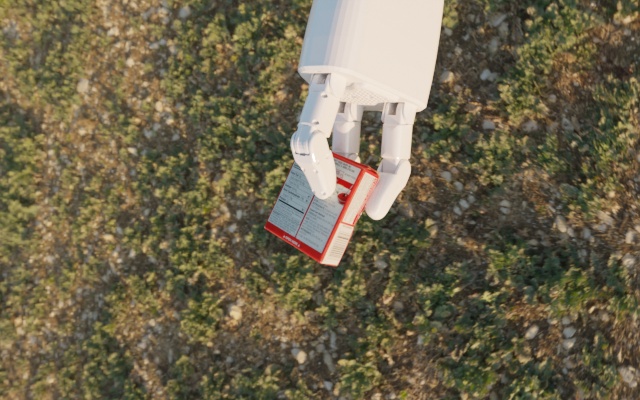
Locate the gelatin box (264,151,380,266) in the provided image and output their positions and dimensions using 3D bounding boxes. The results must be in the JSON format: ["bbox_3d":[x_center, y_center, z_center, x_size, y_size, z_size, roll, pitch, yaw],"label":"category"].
[{"bbox_3d":[0.000,0.002,0.416,0.073,0.089,0.030,27,4,36],"label":"gelatin box"}]
